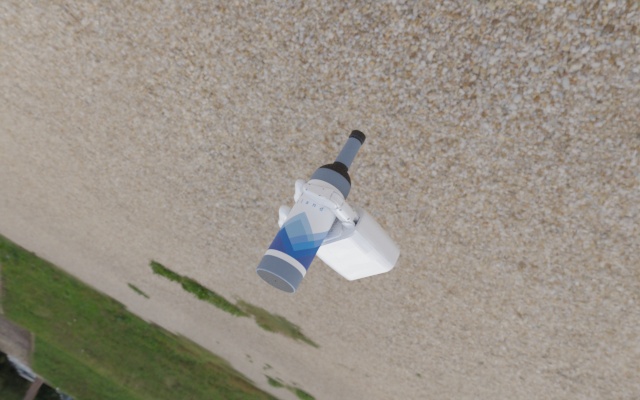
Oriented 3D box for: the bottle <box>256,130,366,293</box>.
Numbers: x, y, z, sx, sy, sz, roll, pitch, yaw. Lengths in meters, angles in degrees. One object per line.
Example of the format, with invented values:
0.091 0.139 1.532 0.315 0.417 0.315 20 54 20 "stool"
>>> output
0.000 0.003 0.756 0.069 0.295 0.069 24 -27 13 "bottle"
